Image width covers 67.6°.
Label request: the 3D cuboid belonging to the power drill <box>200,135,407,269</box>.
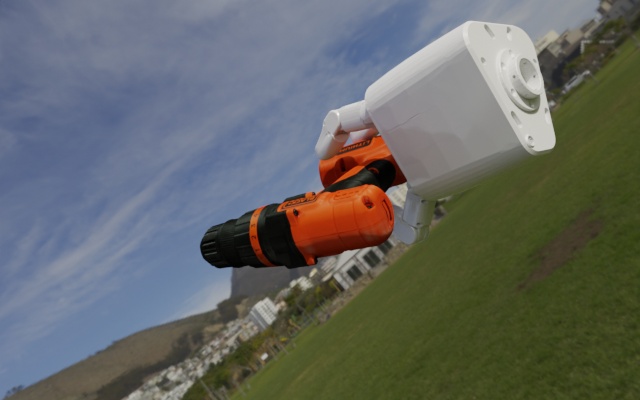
[{"bbox_3d":[0.000,0.001,0.449,0.184,0.057,0.187,-11,19,30],"label":"power drill"}]
